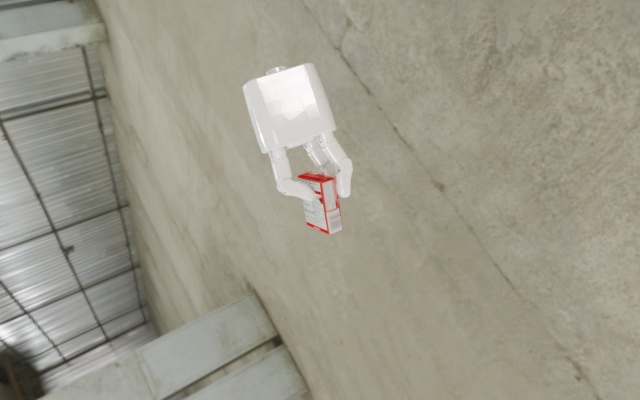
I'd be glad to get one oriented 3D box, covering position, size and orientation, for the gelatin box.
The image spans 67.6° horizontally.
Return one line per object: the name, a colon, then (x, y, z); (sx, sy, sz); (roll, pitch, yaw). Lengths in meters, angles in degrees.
gelatin box: (0.000, 0.003, 0.754); (0.030, 0.089, 0.073); (-18, 18, -27)
